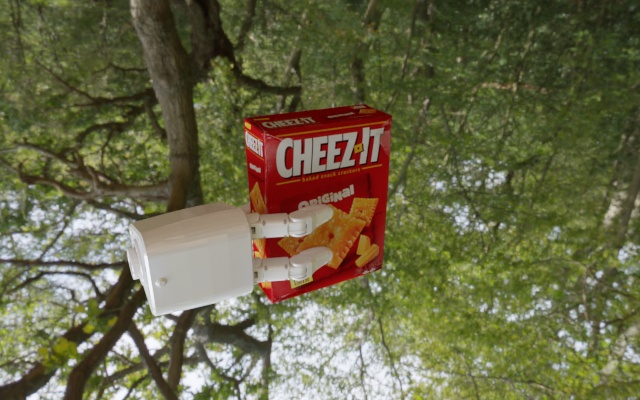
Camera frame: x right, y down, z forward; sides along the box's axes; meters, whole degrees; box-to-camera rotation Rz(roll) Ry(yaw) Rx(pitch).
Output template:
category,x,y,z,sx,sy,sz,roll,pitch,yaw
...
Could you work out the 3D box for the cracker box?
category,x,y,z,sx,sy,sz,roll,pitch,yaw
cracker box,0.000,0.002,0.582,0.164,0.214,0.072,-12,27,-25
